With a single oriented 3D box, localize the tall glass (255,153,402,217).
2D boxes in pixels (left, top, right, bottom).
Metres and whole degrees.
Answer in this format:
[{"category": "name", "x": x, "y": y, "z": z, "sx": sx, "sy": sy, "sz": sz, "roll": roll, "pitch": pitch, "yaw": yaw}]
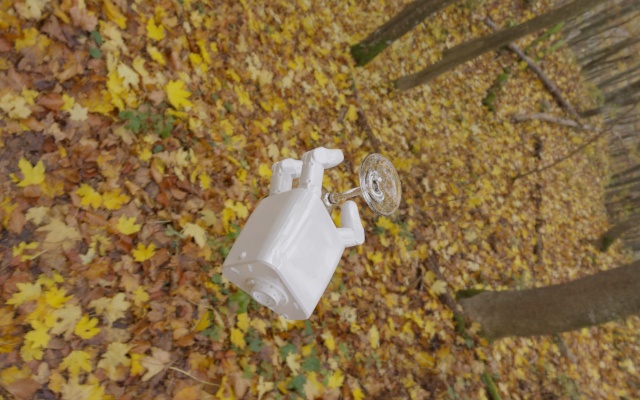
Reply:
[{"category": "tall glass", "x": 0.001, "y": 0.002, "z": 0.611, "sx": 0.079, "sy": 0.079, "sz": 0.201, "roll": 0, "pitch": -12, "yaw": -46}]
